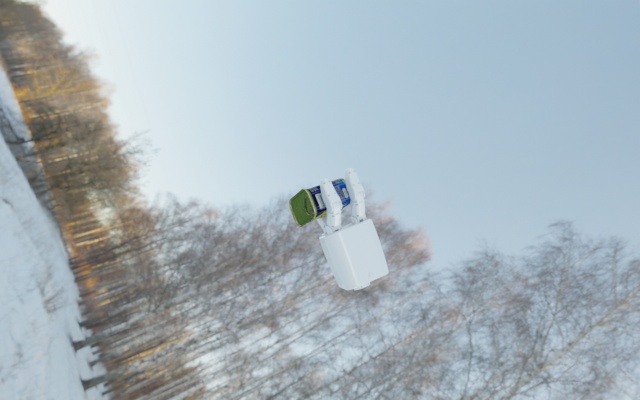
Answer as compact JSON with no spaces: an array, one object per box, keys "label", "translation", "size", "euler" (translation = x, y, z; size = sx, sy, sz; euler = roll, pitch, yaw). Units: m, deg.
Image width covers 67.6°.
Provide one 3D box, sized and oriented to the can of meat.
[{"label":"can of meat","translation":[0.000,0.003,0.889],"size":[0.084,0.057,0.102],"euler":[-18,-8,-26]}]
